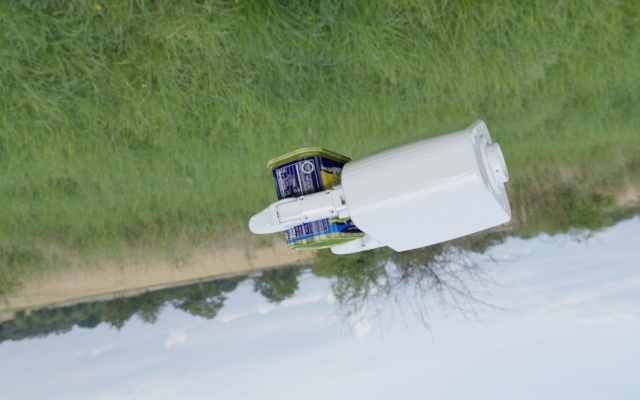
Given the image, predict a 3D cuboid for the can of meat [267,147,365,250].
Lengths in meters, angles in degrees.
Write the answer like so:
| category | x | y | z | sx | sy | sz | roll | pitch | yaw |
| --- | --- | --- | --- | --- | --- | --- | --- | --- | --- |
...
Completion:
| category | x | y | z | sx | sy | sz | roll | pitch | yaw |
| --- | --- | --- | --- | --- | --- | --- | --- | --- | --- |
| can of meat | 0.000 | 0.002 | 0.463 | 0.057 | 0.084 | 0.102 | -17 | -11 | 24 |
